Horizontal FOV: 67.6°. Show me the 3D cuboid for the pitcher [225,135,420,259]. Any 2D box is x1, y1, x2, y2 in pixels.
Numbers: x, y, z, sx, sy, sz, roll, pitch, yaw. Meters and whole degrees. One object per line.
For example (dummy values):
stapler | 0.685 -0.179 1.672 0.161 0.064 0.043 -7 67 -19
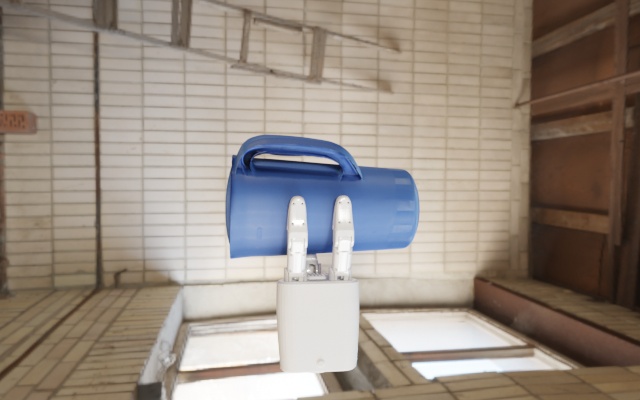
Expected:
pitcher | 0.000 0.002 0.619 0.243 0.145 0.149 1 -6 -9
